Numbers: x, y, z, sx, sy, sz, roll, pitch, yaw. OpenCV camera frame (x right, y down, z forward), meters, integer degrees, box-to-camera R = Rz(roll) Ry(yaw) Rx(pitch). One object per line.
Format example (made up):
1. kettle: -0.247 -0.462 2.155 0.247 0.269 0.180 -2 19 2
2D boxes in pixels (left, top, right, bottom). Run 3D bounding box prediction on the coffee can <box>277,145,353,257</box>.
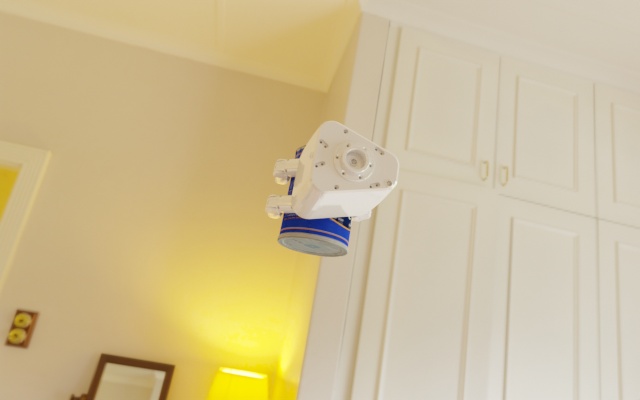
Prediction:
1. coffee can: 0.000 0.003 0.704 0.103 0.140 0.103 9 -18 3
